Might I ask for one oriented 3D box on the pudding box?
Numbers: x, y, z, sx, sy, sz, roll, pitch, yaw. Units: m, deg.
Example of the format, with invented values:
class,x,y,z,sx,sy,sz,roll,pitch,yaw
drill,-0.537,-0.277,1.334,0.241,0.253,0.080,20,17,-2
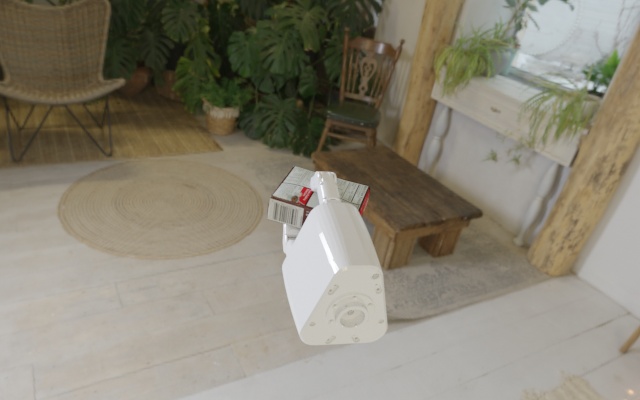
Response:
class,x,y,z,sx,sy,sz,roll,pitch,yaw
pudding box,0.000,0.002,0.613,0.113,0.039,0.090,17,33,9
